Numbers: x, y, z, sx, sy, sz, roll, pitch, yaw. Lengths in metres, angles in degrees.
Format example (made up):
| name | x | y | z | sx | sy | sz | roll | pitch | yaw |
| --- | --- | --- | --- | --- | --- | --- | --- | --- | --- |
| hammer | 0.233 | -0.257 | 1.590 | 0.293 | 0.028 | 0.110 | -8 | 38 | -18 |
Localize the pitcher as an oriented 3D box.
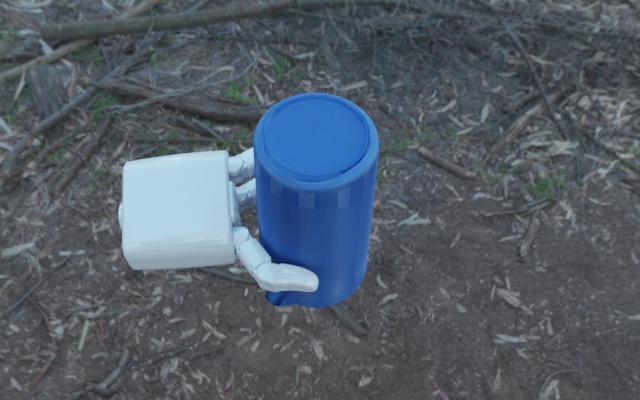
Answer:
| name | x | y | z | sx | sy | sz | roll | pitch | yaw |
| --- | --- | --- | --- | --- | --- | --- | --- | --- | --- |
| pitcher | 0.000 | 0.002 | 0.504 | 0.145 | 0.149 | 0.243 | -5 | -32 | -5 |
